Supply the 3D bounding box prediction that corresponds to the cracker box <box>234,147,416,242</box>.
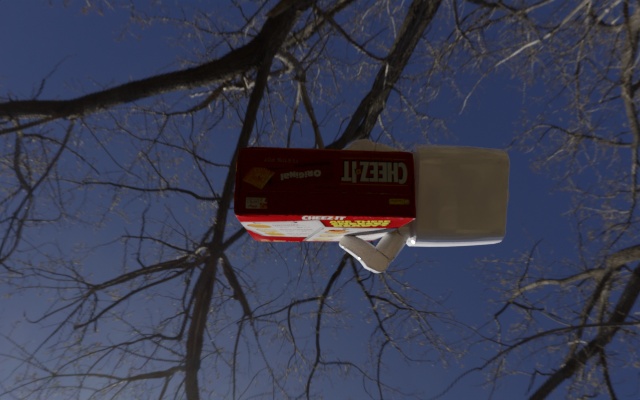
[{"bbox_3d":[0.000,0.002,0.530,0.164,0.072,0.214,1,-11,-3],"label":"cracker box"}]
